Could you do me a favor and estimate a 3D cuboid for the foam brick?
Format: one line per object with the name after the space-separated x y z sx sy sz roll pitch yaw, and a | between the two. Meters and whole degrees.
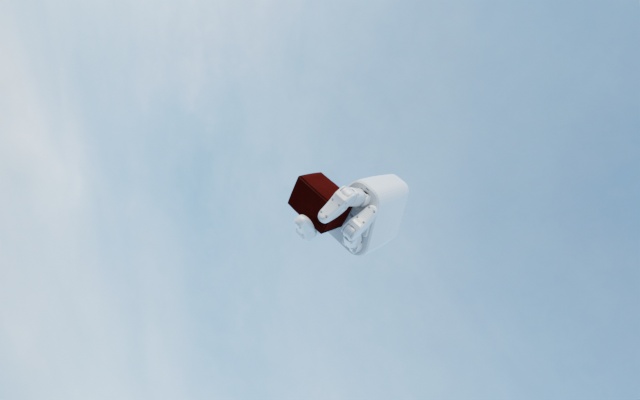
0.000 0.002 0.709 0.078 0.053 0.051 42 34 23 | foam brick
